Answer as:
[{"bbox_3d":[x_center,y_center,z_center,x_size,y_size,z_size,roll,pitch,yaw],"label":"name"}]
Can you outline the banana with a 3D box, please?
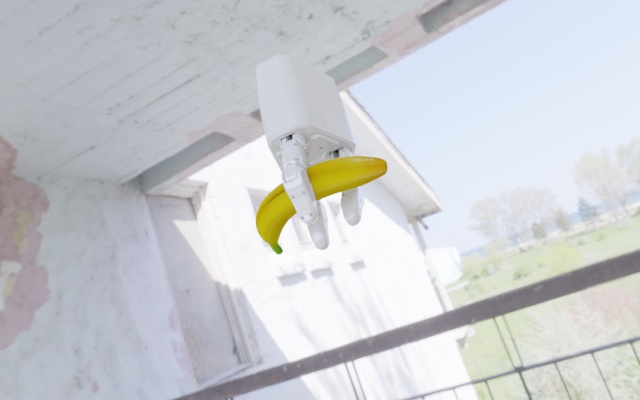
[{"bbox_3d":[-0.016,-0.002,0.531,0.070,0.037,0.198,22,-43,-34],"label":"banana"}]
